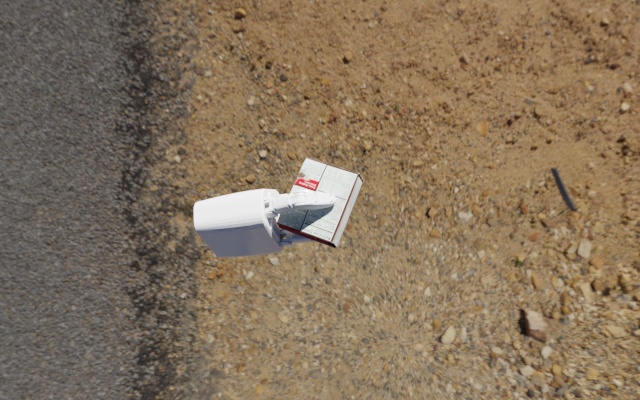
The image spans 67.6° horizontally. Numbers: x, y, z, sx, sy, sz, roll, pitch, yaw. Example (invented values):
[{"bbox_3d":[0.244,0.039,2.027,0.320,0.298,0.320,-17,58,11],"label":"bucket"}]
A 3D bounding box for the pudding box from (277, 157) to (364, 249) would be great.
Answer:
[{"bbox_3d":[0.000,0.002,0.694,0.090,0.113,0.039,19,-11,17],"label":"pudding box"}]
